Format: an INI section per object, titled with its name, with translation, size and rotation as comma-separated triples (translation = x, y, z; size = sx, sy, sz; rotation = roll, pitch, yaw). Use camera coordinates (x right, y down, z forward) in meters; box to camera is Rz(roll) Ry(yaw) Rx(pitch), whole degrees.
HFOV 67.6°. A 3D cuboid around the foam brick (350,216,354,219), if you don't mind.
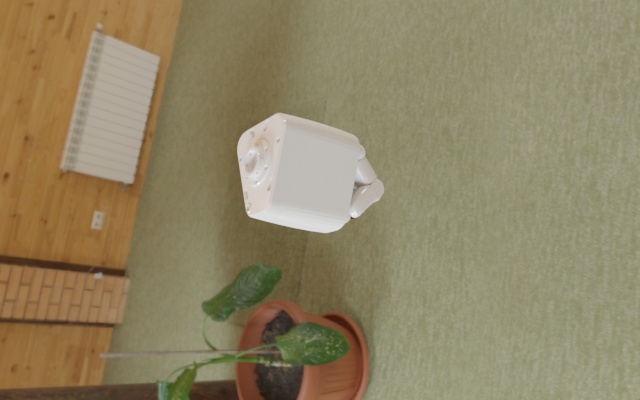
[foam brick]
translation = 0.000, 0.002, 0.621
size = 0.051, 0.053, 0.078
rotation = 10, -19, -40
